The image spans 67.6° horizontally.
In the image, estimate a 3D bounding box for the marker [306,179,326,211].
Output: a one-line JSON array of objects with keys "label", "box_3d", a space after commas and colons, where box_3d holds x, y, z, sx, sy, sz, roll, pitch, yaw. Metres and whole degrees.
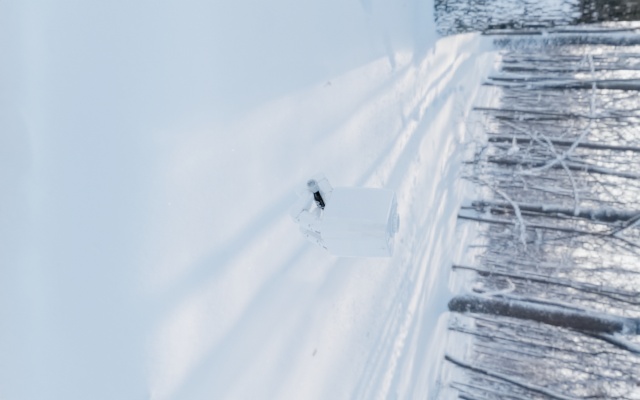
[{"label": "marker", "box_3d": [0.000, 0.003, 0.852, 0.020, 0.020, 0.121, 0, -32, 17]}]
